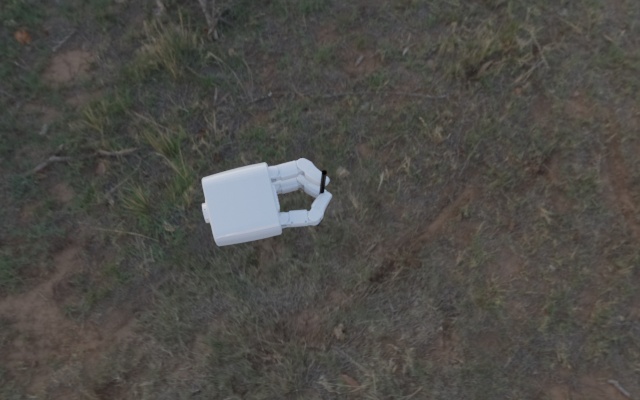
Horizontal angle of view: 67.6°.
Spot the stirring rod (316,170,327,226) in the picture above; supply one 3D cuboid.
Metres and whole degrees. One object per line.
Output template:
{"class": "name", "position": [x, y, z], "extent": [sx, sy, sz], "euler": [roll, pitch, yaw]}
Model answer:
{"class": "stirring rod", "position": [0.000, 0.003, 0.823], "extent": [0.011, 0.011, 0.240], "euler": [0, -22, -3]}
